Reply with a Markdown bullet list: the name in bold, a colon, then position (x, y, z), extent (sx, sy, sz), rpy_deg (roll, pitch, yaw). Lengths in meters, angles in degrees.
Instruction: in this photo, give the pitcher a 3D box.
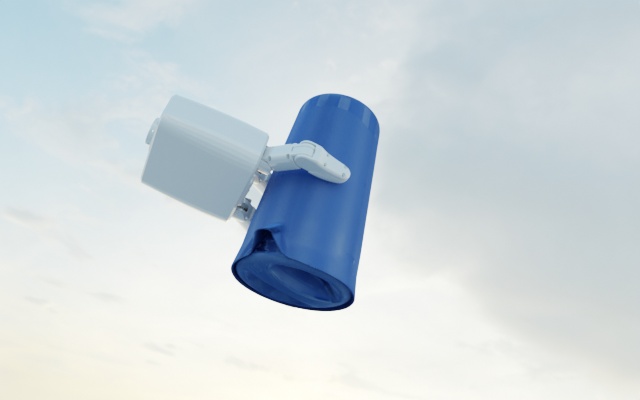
- **pitcher**: position (0.000, 0.002, 0.562), extent (0.145, 0.242, 0.149), rpy_deg (24, -32, -12)
